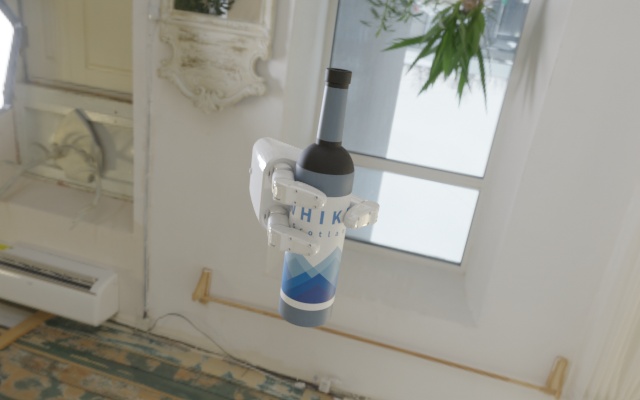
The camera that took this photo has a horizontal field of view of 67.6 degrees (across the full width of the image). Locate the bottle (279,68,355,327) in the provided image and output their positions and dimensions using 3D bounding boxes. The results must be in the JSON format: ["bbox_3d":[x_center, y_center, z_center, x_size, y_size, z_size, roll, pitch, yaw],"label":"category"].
[{"bbox_3d":[0.000,0.002,0.543,0.069,0.296,0.069,7,20,-3],"label":"bottle"}]
